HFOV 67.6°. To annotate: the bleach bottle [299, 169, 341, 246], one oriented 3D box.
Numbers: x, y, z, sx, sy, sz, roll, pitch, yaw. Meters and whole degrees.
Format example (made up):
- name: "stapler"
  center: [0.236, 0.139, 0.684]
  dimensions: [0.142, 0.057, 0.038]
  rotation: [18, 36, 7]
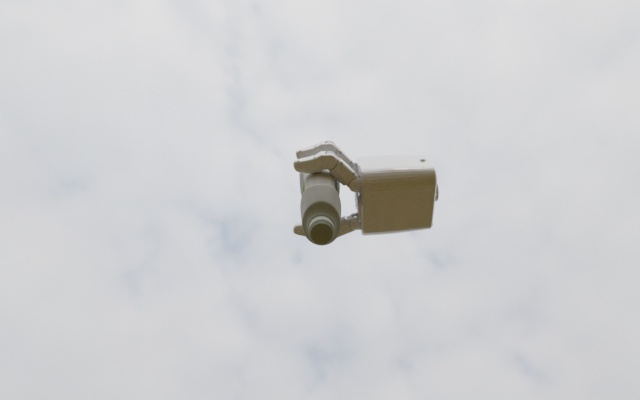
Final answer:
- name: "bleach bottle"
  center: [0.000, 0.002, 0.692]
  dimensions: [0.068, 0.103, 0.250]
  rotation: [-3, 22, 0]
